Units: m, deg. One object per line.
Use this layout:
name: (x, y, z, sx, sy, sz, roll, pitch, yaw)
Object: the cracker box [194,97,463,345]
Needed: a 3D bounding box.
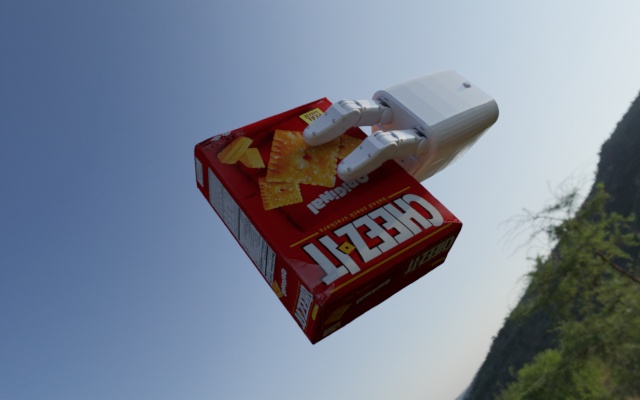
cracker box: (0.000, 0.002, 0.462, 0.164, 0.072, 0.213, -25, 56, -28)
